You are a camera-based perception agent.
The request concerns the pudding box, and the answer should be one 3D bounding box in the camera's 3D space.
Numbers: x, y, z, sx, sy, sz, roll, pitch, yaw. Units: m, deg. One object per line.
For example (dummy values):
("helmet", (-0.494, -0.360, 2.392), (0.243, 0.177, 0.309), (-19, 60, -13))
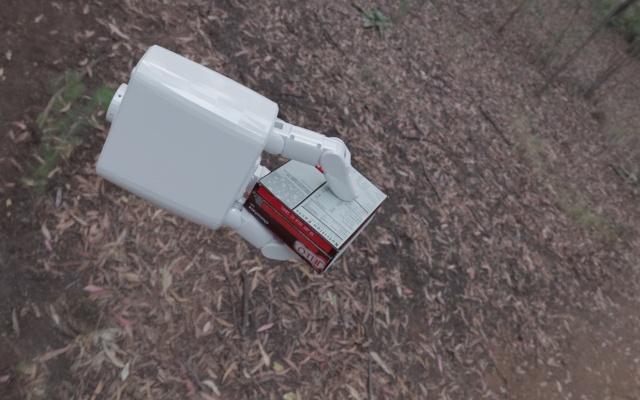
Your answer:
("pudding box", (0.000, 0.001, 0.429), (0.113, 0.090, 0.039), (-40, -11, -49))
